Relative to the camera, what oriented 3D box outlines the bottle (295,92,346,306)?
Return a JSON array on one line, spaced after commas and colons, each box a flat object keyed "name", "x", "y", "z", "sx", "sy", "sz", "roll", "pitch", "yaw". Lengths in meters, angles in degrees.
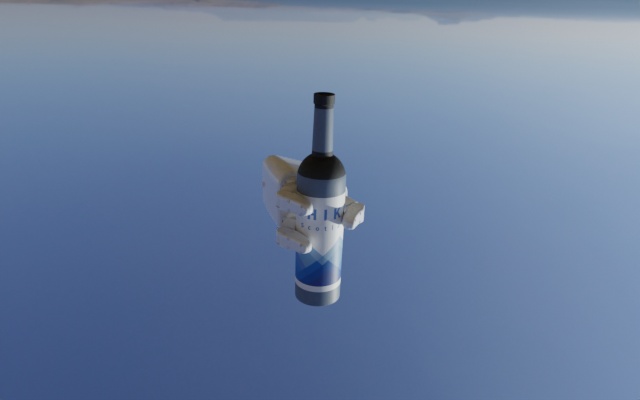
[{"name": "bottle", "x": 0.000, "y": 0.002, "z": 0.655, "sx": 0.069, "sy": 0.296, "sz": 0.069, "roll": 2, "pitch": 22, "yaw": -1}]
